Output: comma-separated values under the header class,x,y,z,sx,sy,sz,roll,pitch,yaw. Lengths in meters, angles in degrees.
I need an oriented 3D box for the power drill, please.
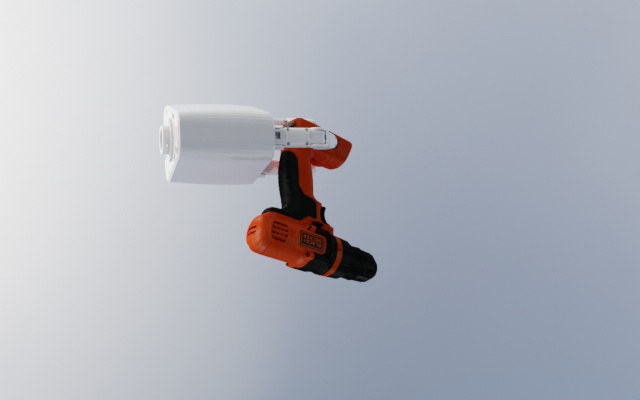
class,x,y,z,sx,sy,sz,roll,pitch,yaw
power drill,0.000,0.002,0.603,0.184,0.187,0.057,23,-34,-34
